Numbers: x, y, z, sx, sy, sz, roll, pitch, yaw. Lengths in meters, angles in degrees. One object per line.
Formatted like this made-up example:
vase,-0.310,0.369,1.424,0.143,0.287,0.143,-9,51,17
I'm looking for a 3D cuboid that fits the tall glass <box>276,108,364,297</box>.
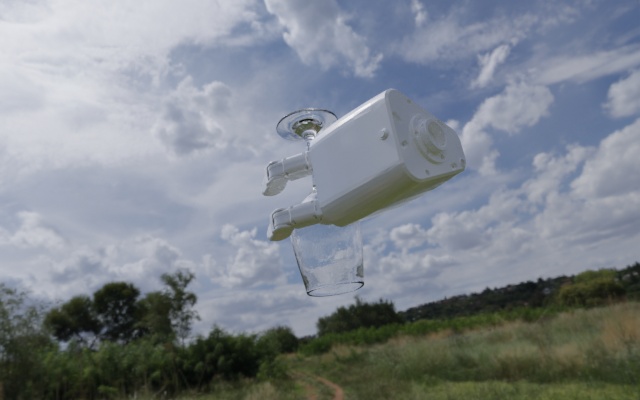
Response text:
tall glass,0.000,0.001,0.534,0.079,0.201,0.079,-8,-20,-3
